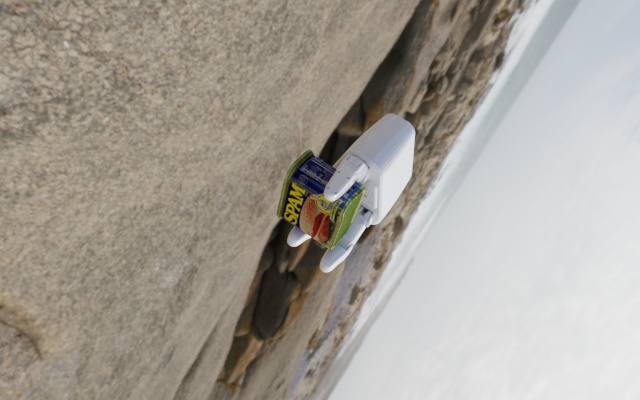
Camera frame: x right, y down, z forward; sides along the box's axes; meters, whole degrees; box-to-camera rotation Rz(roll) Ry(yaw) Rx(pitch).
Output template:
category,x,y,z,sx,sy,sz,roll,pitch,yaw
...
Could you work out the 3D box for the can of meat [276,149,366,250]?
category,x,y,z,sx,sy,sz,roll,pitch,yaw
can of meat,0.000,0.002,0.585,0.084,0.102,0.057,33,50,13
